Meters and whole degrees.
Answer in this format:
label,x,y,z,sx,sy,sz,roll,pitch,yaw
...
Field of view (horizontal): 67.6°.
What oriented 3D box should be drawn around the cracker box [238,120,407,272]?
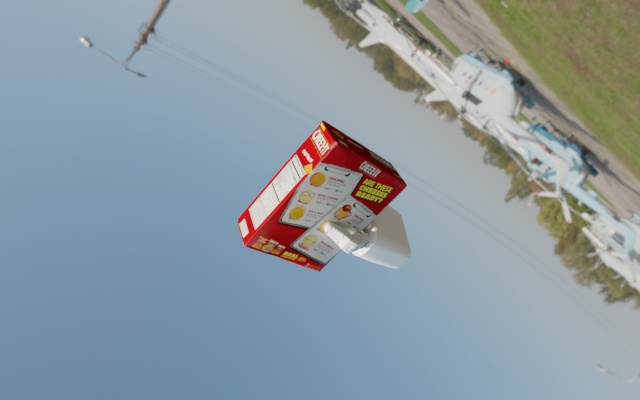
label,x,y,z,sx,sy,sz,roll,pitch,yaw
cracker box,0.000,0.003,0.741,0.164,0.214,0.072,26,26,-40
